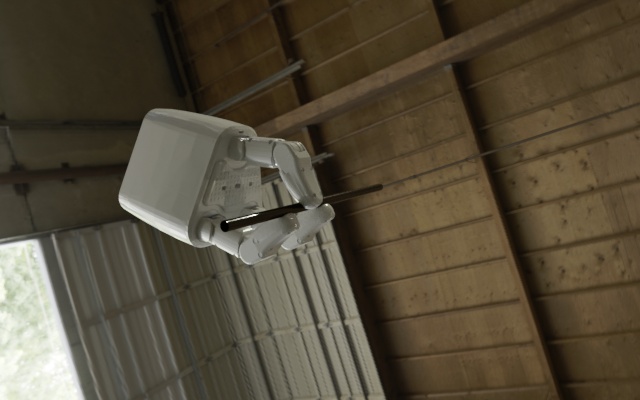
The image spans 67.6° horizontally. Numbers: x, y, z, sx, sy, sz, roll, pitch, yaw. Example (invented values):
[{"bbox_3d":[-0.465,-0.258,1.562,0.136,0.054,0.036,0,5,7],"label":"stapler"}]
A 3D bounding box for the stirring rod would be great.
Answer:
[{"bbox_3d":[0.000,0.001,0.419,0.011,0.011,0.239,0,8,33],"label":"stirring rod"}]
